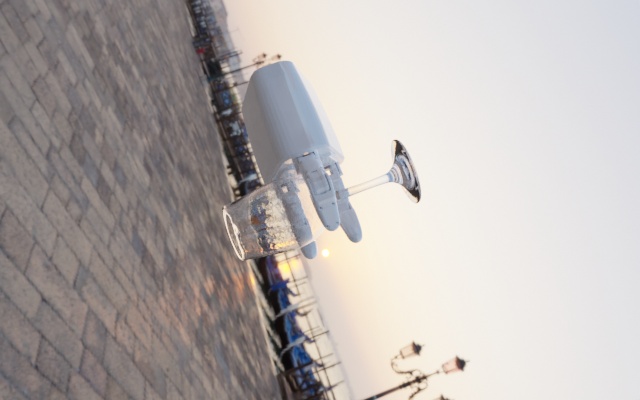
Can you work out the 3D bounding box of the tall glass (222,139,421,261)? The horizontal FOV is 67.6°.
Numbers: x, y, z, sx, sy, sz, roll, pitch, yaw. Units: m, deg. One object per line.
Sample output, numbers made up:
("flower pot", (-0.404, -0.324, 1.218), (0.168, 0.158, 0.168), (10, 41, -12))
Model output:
("tall glass", (0.001, 0.002, 0.513), (0.201, 0.079, 0.079), (-20, 2, -5))
